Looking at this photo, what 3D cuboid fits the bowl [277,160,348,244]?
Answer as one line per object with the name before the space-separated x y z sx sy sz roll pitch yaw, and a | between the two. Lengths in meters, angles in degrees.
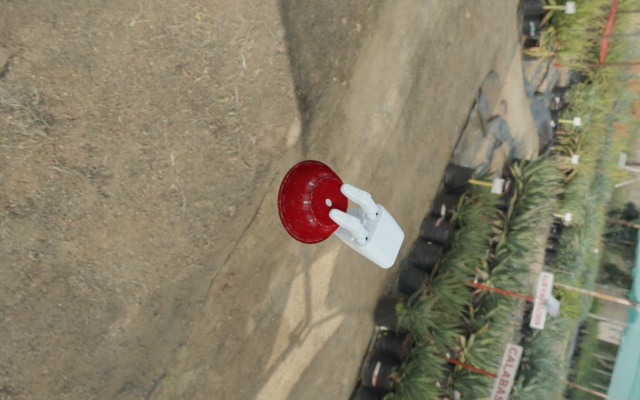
bowl | -0.001 0.003 0.892 0.162 0.162 0.055 0 0 -39
